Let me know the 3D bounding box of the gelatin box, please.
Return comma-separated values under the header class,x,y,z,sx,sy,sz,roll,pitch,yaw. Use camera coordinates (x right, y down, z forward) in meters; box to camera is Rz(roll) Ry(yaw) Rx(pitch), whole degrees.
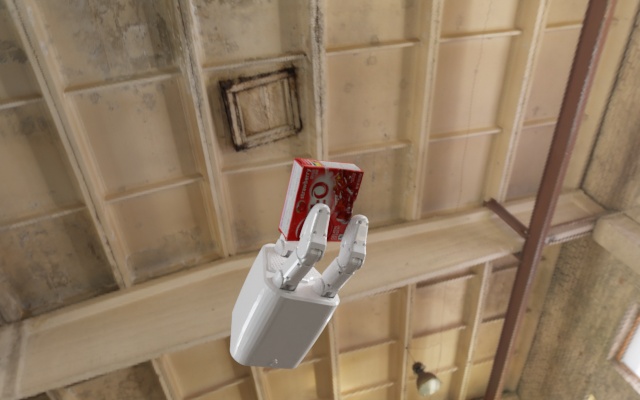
class,x,y,z,sx,sy,sz,roll,pitch,yaw
gelatin box,0.000,0.001,0.518,0.073,0.089,0.030,4,23,-27
